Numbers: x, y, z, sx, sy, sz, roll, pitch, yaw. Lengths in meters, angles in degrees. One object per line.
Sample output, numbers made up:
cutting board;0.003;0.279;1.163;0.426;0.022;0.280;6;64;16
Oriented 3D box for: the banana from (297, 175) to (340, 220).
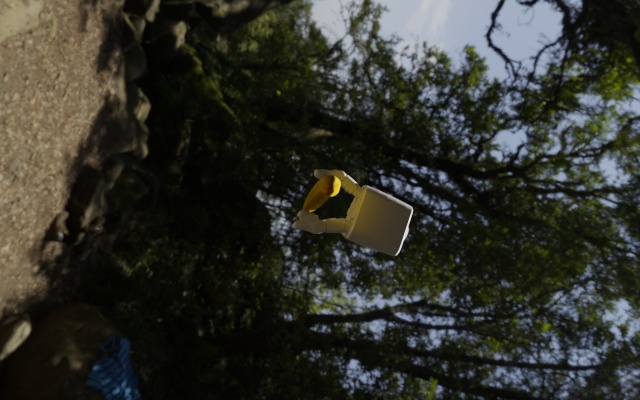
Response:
banana;0.005;-0.012;0.900;0.037;0.069;0.198;24;-22;-9
